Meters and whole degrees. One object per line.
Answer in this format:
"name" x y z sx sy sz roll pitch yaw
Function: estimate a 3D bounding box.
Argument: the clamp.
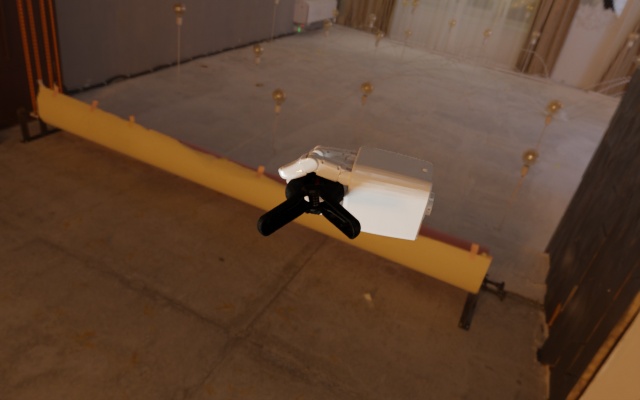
"clamp" 0.000 0.002 0.613 0.120 0.039 0.171 11 30 8
